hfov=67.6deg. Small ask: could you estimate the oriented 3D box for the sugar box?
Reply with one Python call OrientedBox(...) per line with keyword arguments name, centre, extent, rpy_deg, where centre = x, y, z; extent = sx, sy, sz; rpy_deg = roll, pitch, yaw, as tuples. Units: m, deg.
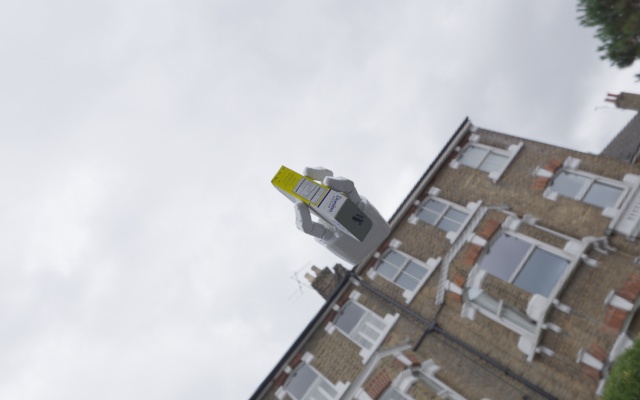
OrientedBox(name="sugar box", centre=(0.000, 0.002, 0.809), extent=(0.176, 0.048, 0.093), rpy_deg=(25, -12, 43))
